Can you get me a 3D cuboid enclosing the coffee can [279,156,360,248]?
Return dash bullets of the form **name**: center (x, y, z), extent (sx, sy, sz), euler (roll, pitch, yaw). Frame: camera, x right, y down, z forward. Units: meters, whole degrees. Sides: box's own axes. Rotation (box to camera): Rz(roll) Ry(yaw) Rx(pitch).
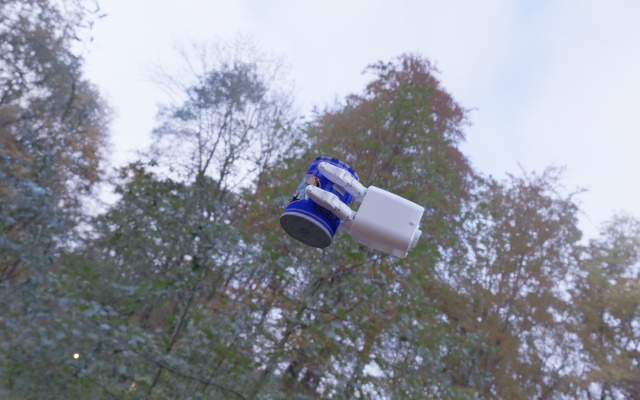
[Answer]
- **coffee can**: center (0.000, 0.003, 0.892), extent (0.103, 0.140, 0.103), euler (21, -29, 12)
